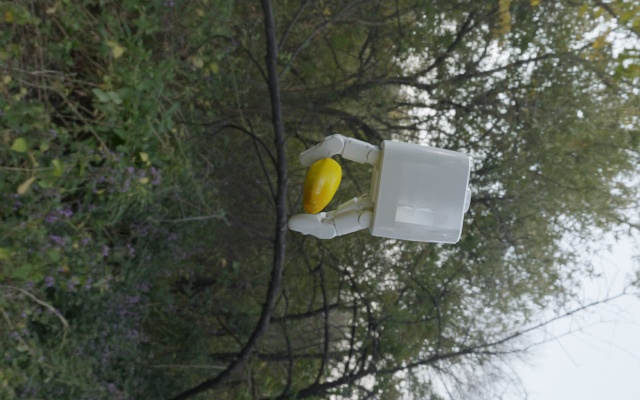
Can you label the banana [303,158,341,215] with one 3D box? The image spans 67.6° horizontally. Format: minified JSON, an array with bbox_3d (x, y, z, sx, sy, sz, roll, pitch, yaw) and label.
[{"bbox_3d":[0.003,-0.016,0.555,0.037,0.069,0.198,10,-2,2],"label":"banana"}]
